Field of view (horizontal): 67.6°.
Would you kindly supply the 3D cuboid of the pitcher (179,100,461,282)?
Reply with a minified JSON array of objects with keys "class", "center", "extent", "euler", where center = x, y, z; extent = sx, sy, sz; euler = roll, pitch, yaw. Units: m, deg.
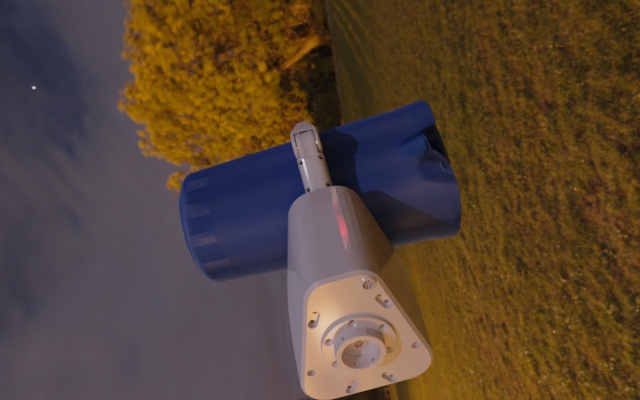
[{"class":"pitcher","center":[0.000,0.002,0.467],"extent":[0.243,0.149,0.145],"euler":[-14,29,1]}]
